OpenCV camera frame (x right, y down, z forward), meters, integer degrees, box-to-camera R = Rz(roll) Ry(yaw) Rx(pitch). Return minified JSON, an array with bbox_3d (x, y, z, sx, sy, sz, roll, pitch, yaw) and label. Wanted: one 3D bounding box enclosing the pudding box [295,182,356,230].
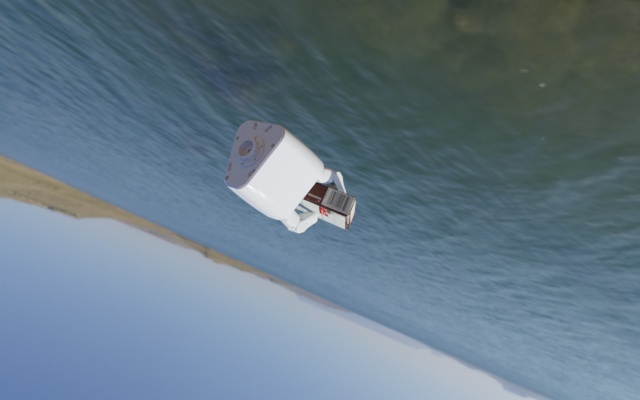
[{"bbox_3d":[0.000,0.003,0.786,0.113,0.039,0.090,24,-13,9],"label":"pudding box"}]
